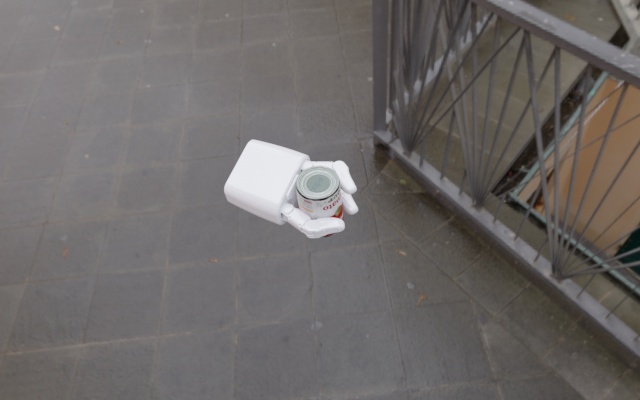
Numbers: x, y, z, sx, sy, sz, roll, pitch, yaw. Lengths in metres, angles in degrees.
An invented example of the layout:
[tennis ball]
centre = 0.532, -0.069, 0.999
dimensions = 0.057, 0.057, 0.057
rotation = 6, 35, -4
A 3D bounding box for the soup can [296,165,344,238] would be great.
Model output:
[soup can]
centre = 0.000, 0.003, 0.744
dimensions = 0.068, 0.068, 0.102
rotation = 0, -37, 6
